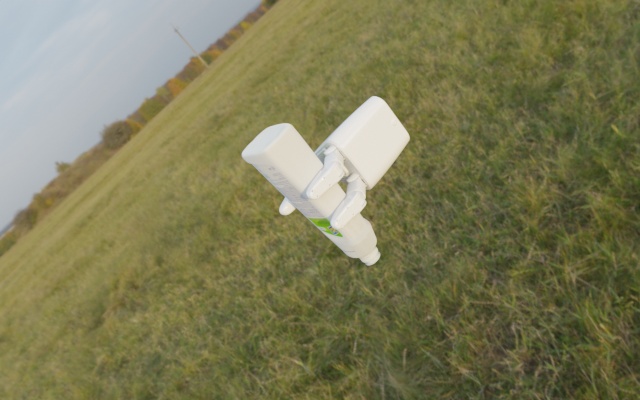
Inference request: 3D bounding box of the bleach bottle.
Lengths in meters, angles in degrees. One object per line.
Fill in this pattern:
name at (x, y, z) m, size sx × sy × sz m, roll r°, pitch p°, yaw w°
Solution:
bleach bottle at (0.000, 0.002, 0.701) m, size 0.251 × 0.068 × 0.102 m, roll 49°, pitch -19°, yaw -22°
